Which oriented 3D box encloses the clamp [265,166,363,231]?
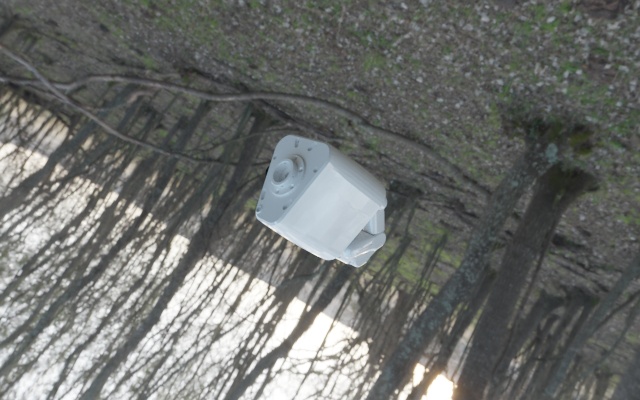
[{"bbox_3d":[0.000,0.003,0.650,0.171,0.039,0.120,21,-10,46],"label":"clamp"}]
